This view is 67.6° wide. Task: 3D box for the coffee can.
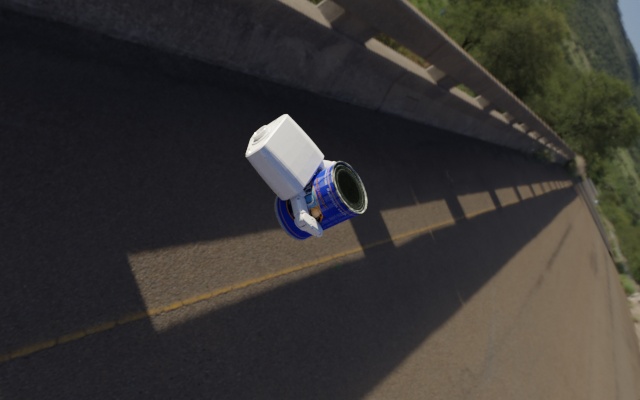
[{"bbox_3d":[0.000,0.003,0.882,0.140,0.102,0.103,-26,-14,31],"label":"coffee can"}]
